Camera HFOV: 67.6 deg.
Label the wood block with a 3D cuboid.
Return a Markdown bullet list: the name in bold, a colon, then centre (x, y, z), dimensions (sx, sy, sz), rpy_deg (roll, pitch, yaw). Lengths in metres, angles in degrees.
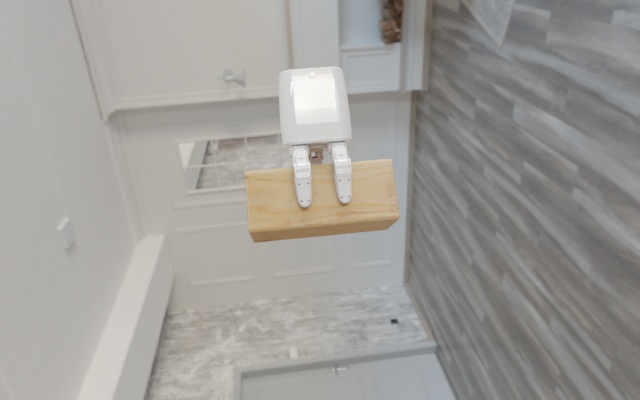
- **wood block**: centre (0.000, 0.002, 0.695), dimensions (0.206, 0.090, 0.091), rpy_deg (-5, -13, -5)
